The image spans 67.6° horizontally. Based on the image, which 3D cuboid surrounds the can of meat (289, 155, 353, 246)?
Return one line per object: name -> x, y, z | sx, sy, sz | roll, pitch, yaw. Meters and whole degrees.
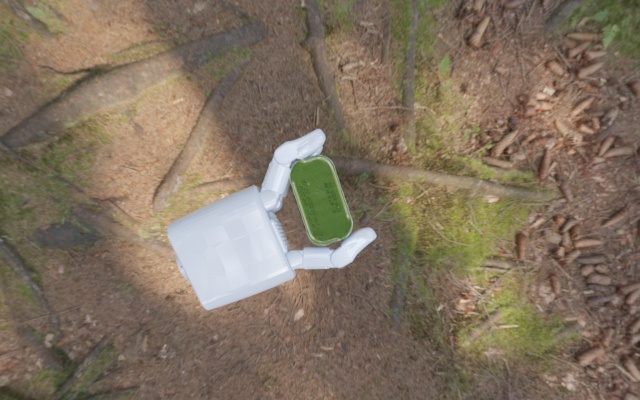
can of meat -> 0.000, 0.002, 0.548 | 0.057, 0.102, 0.084 | -19, -3, -1
